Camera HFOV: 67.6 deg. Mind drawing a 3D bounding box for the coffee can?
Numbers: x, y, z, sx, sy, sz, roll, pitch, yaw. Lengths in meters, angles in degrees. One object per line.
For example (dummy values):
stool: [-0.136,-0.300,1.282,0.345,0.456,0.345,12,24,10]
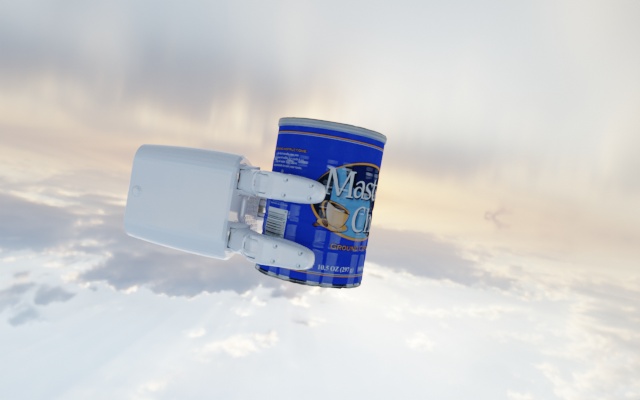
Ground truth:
coffee can: [0.000,0.001,0.450,0.103,0.140,0.103,10,2,0]
